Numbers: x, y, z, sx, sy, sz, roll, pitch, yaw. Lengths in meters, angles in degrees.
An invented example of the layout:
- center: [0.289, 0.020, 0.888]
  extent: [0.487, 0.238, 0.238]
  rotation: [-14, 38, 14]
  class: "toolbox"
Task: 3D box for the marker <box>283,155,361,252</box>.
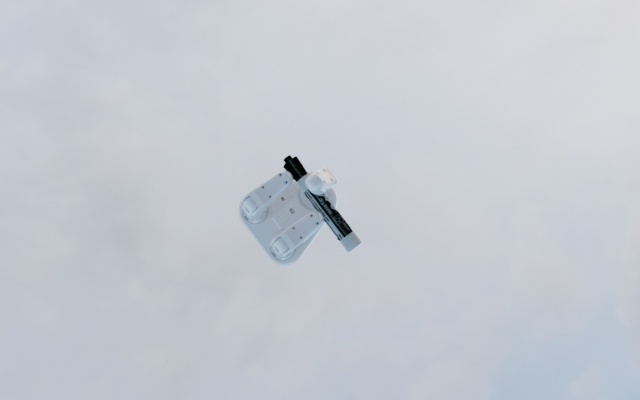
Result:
- center: [0.000, 0.002, 0.509]
  extent: [0.020, 0.121, 0.020]
  rotation: [-37, -4, -3]
  class: "marker"
